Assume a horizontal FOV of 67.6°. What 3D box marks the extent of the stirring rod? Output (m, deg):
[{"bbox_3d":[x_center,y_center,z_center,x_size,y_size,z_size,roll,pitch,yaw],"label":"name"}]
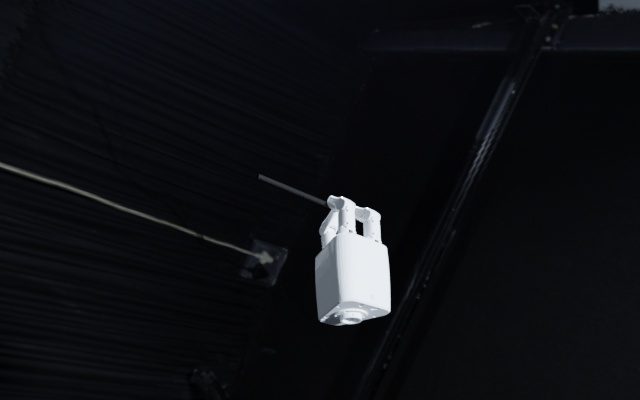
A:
[{"bbox_3d":[0.000,0.003,0.778,0.239,0.011,0.011,22,-12,-32],"label":"stirring rod"}]
